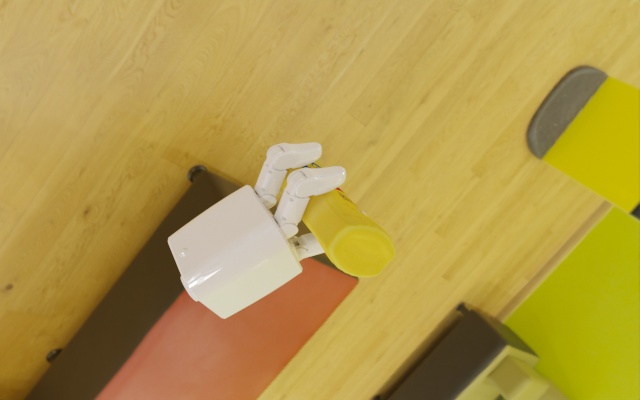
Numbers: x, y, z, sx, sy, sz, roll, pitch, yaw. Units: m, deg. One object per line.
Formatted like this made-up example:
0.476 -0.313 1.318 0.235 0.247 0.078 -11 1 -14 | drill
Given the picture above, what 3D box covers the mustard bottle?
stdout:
0.000 0.002 0.537 0.096 0.058 0.191 31 13 -44 | mustard bottle
